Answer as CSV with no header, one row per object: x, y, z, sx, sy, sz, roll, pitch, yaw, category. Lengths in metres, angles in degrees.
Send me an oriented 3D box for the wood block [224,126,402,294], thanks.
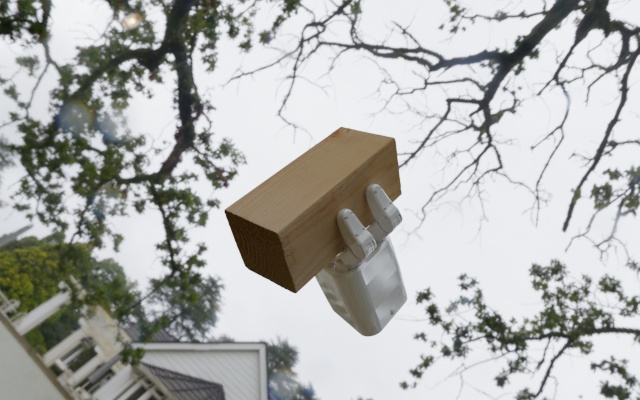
0.000,0.002,0.575,0.091,0.090,0.206,18,45,39,wood block
